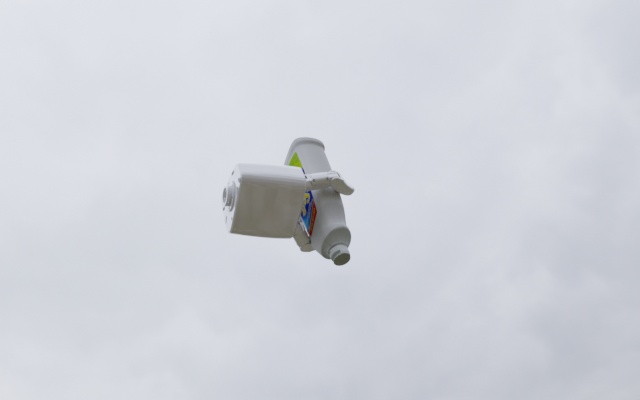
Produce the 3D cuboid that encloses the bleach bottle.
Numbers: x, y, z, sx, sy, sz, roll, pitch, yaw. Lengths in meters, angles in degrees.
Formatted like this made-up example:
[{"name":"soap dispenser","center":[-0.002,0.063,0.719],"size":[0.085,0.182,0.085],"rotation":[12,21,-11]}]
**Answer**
[{"name":"bleach bottle","center":[0.000,0.003,0.813],"size":[0.068,0.103,0.250],"rotation":[4,39,-26]}]
